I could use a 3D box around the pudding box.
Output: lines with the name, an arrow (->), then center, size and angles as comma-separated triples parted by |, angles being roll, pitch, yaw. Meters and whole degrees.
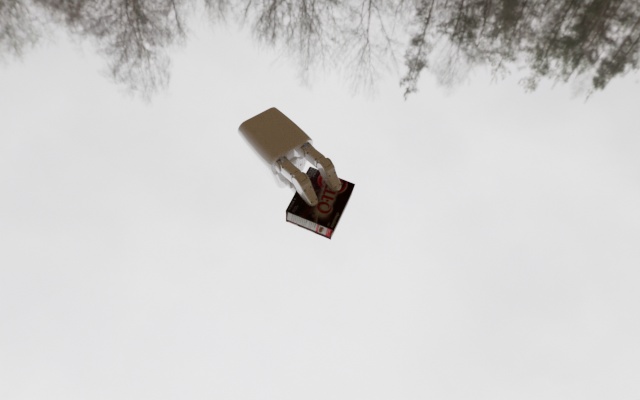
pudding box -> 0.000, 0.003, 0.837 | 0.090, 0.113, 0.039 | 21, -33, 7
